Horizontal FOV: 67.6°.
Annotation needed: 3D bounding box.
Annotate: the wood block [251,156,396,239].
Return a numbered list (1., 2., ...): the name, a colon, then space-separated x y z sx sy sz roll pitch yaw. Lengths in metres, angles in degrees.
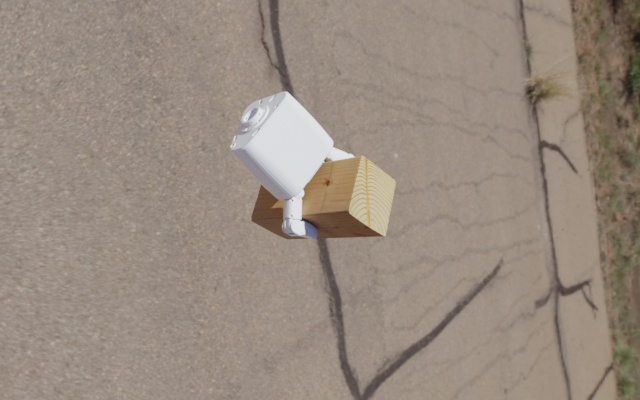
1. wood block: 0.000 0.003 0.738 0.206 0.090 0.090 -6 -28 43
